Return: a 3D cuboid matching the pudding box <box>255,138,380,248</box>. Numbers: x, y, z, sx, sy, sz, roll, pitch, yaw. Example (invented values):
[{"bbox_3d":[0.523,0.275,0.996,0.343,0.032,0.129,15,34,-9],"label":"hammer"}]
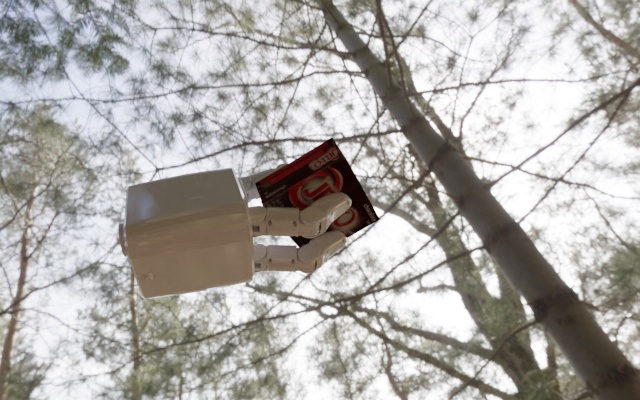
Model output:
[{"bbox_3d":[0.000,0.002,0.489,0.090,0.039,0.114,-30,-40,5],"label":"pudding box"}]
